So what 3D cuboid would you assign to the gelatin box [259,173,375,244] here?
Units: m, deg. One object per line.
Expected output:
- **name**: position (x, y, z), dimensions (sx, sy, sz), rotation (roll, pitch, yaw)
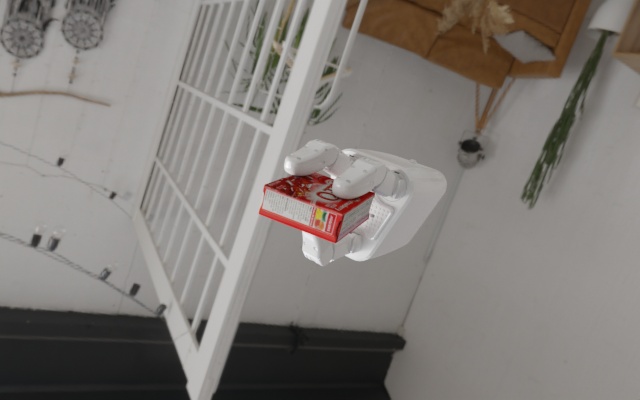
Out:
- **gelatin box**: position (0.000, 0.002, 0.420), dimensions (0.073, 0.030, 0.089), rotation (20, 19, 19)
